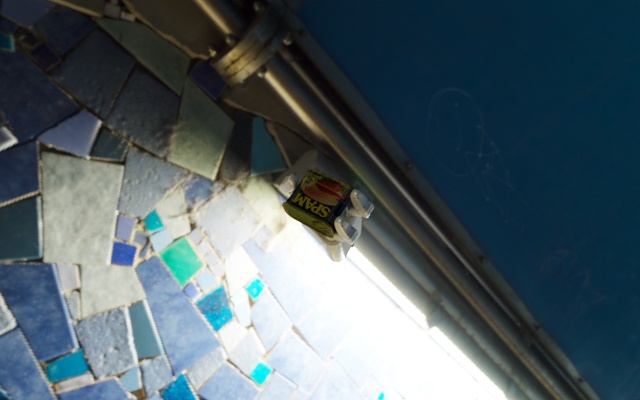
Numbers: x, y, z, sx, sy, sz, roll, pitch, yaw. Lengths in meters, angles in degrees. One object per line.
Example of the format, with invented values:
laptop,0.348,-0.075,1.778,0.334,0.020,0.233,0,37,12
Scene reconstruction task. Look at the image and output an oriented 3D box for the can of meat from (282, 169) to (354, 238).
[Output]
can of meat,0.000,0.002,0.817,0.102,0.084,0.057,26,-21,23
